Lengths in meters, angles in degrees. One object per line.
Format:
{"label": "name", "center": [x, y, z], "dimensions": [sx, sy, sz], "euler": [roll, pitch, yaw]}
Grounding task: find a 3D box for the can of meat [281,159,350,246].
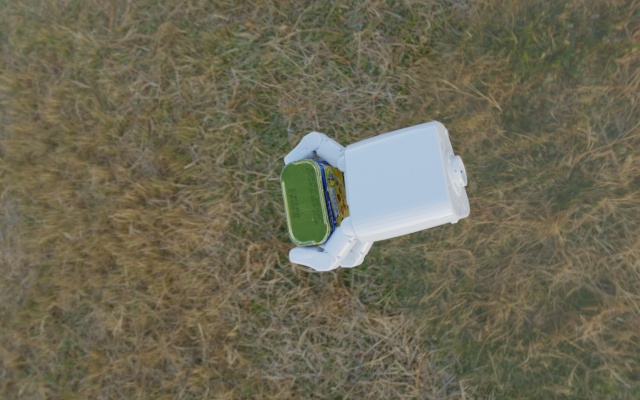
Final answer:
{"label": "can of meat", "center": [0.000, 0.002, 0.564], "dimensions": [0.057, 0.102, 0.084], "euler": [-12, -5, 27]}
